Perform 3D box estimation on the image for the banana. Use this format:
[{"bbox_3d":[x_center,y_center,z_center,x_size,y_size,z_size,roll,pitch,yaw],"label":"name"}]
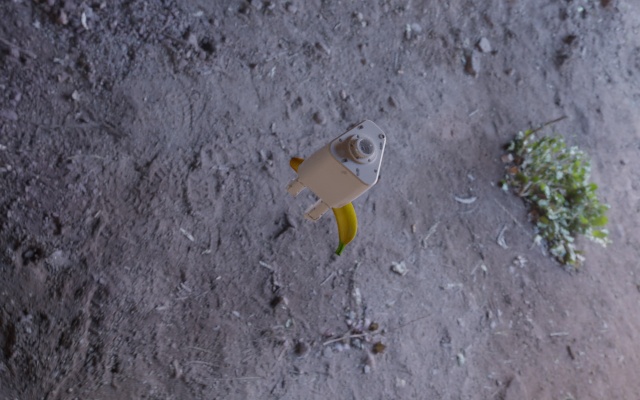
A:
[{"bbox_3d":[0.016,-0.002,0.871,0.069,0.198,0.037,-28,-1,-29],"label":"banana"}]
